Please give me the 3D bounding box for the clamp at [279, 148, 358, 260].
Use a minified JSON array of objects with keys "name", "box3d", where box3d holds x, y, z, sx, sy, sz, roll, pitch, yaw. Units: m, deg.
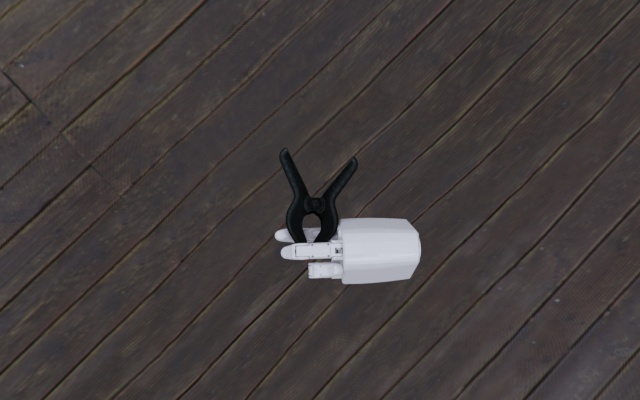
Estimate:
[{"name":"clamp","box3d":[0.000,0.002,0.720,0.120,0.171,0.039,-2,-8,0]}]
